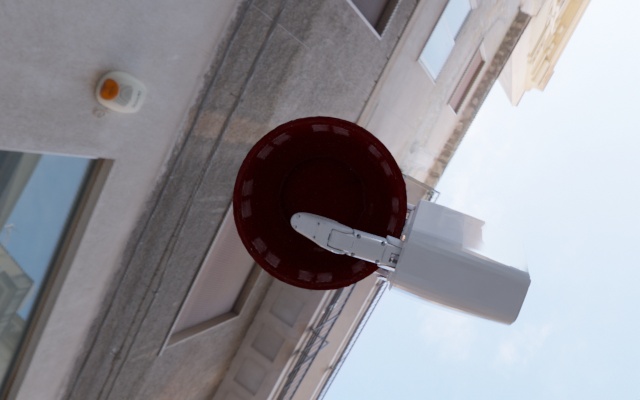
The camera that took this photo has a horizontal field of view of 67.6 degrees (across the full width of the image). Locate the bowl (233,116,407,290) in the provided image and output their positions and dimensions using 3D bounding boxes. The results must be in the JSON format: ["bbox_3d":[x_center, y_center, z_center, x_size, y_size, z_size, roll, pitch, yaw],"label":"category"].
[{"bbox_3d":[-0.001,0.001,0.463,0.162,0.162,0.055,0,7,3],"label":"bowl"}]
